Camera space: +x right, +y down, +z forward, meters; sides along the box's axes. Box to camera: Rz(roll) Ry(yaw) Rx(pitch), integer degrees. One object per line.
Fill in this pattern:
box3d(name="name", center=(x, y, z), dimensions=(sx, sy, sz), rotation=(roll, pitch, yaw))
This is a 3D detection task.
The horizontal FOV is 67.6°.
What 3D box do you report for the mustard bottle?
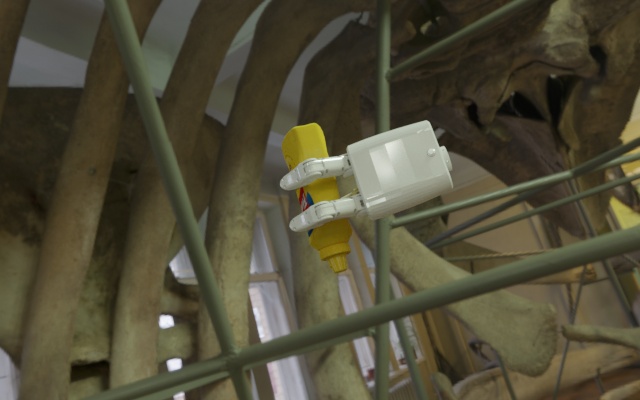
box3d(name="mustard bottle", center=(0.000, 0.002, 0.633), dimensions=(0.058, 0.191, 0.096), rotation=(-13, -15, -14))
